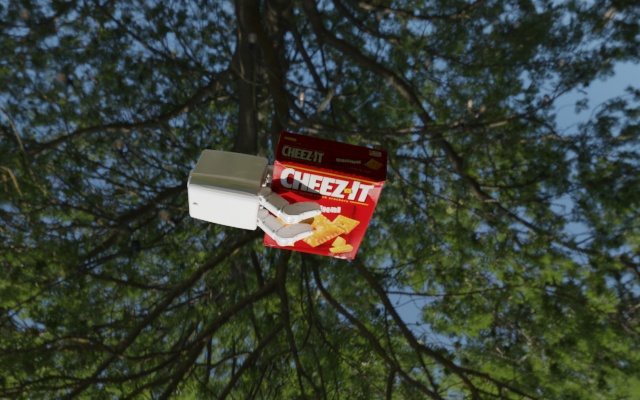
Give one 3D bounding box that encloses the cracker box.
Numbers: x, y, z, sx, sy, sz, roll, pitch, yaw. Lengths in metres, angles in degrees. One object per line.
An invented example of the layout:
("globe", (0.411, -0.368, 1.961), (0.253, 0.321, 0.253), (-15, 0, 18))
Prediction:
("cracker box", (0.000, 0.002, 0.768), (0.164, 0.072, 0.214), (10, -40, -4))
